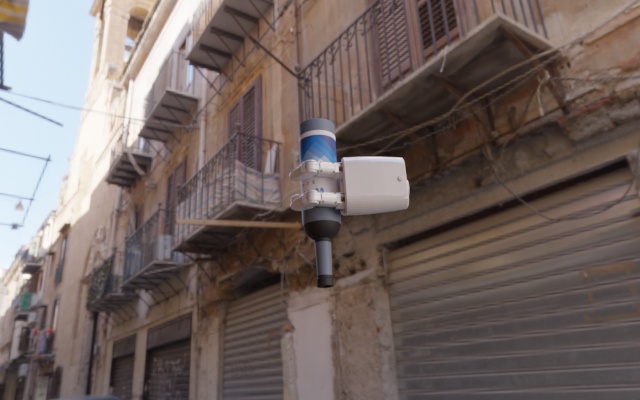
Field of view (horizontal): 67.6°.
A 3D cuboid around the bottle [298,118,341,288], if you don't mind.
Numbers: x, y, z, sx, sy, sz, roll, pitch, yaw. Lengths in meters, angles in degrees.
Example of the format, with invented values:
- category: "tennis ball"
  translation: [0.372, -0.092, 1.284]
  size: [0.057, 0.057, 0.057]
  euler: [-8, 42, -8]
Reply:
- category: "bottle"
  translation: [0.000, 0.002, 0.828]
  size: [0.069, 0.295, 0.069]
  euler: [-3, -20, -1]
